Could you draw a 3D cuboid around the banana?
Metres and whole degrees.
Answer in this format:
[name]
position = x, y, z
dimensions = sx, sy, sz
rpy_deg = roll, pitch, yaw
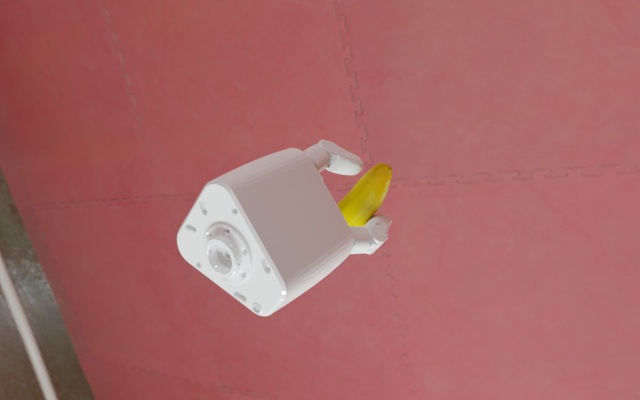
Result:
[banana]
position = 0.004, 0.020, 0.535
dimensions = 0.198, 0.069, 0.037
rpy_deg = -20, 2, 38
